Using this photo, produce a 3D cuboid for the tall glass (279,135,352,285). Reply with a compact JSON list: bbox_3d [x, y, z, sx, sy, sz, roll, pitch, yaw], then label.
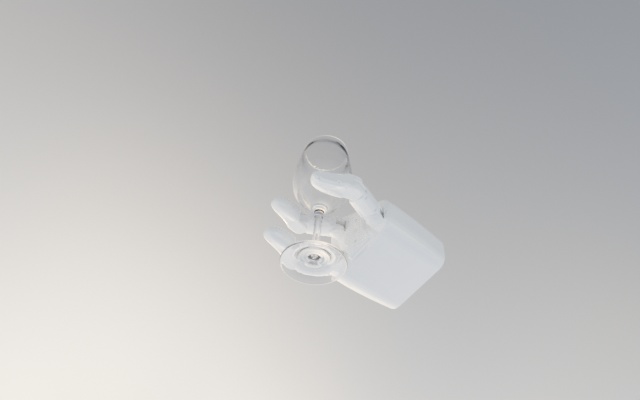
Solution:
[{"bbox_3d":[0.000,0.002,0.589,0.079,0.079,0.200,0,43,6],"label":"tall glass"}]
